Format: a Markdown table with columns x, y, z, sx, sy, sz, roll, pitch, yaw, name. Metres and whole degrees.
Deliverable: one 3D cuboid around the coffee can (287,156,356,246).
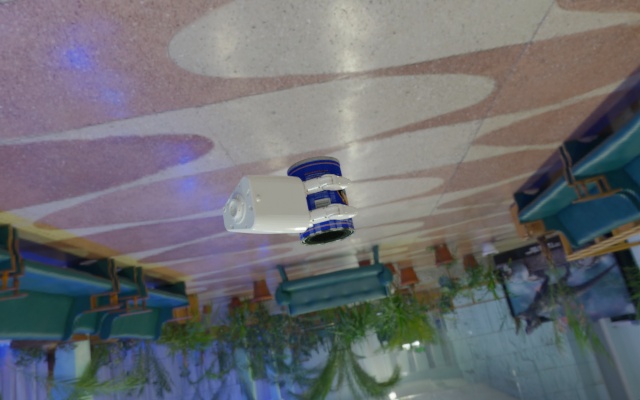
| x | y | z | sx | sy | sz | roll | pitch | yaw | name |
| --- | --- | --- | --- | --- | --- | --- | --- | --- | --- |
| 0.000 | 0.003 | 0.884 | 0.103 | 0.140 | 0.103 | -11 | -17 | -3 | coffee can |
